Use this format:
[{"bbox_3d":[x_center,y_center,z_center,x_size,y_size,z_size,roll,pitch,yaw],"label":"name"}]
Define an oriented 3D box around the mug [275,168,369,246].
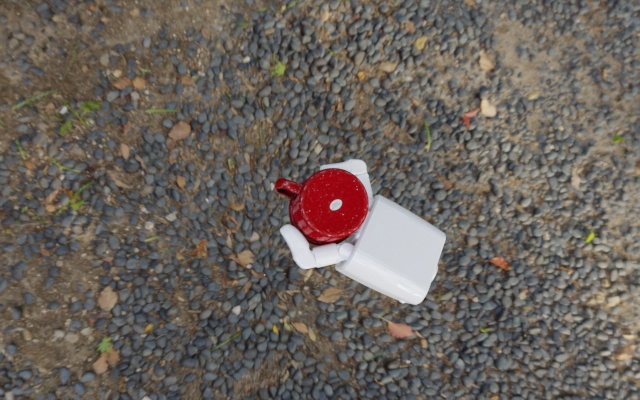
[{"bbox_3d":[-0.001,0.001,0.574,0.117,0.093,0.081,27,-11,-4],"label":"mug"}]
